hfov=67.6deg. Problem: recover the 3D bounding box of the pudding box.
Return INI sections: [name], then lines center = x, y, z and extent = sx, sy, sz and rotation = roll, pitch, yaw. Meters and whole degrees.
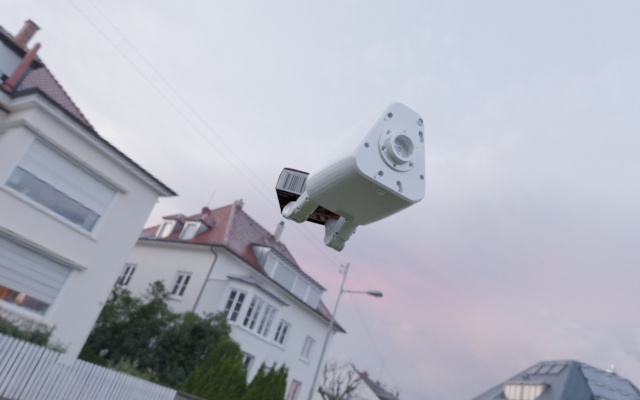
[pudding box]
center = 0.000, 0.002, 0.644
extent = 0.113, 0.039, 0.090
rotation = 17, -23, 8
